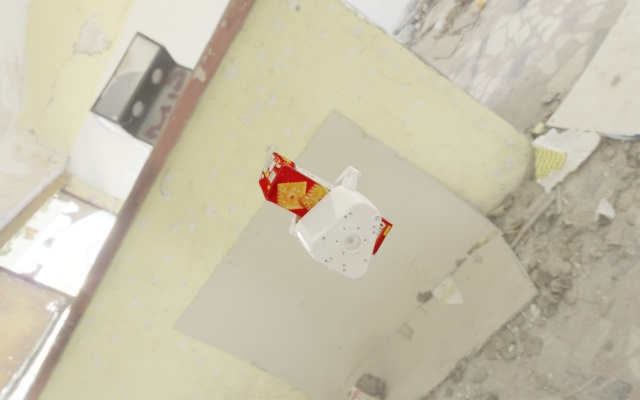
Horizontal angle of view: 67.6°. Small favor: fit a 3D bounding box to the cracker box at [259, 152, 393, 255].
[{"bbox_3d":[0.000,0.003,0.843,0.214,0.072,0.164,29,5,-17],"label":"cracker box"}]
